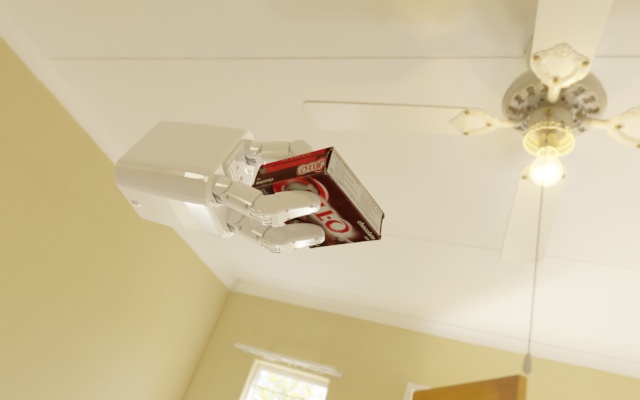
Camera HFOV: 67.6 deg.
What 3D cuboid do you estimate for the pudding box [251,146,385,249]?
[{"bbox_3d":[0.000,0.001,0.482,0.090,0.039,0.113,-10,-40,34],"label":"pudding box"}]
